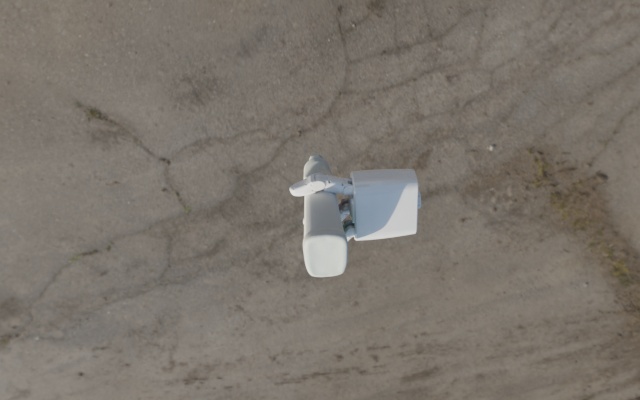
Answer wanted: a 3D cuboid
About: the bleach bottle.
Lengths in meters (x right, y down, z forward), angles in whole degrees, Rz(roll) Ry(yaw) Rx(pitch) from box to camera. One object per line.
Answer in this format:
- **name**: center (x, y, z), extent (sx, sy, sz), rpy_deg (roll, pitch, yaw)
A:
- **bleach bottle**: center (0.000, 0.003, 0.812), extent (0.068, 0.103, 0.250), rpy_deg (-4, 44, -1)
